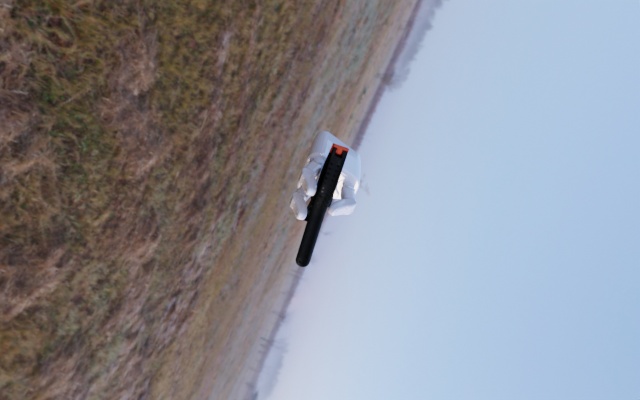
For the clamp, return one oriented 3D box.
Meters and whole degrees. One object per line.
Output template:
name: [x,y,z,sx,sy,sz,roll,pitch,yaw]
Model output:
clamp: [0.001,0.002,0.830,0.036,0.210,0.164,17,34,-7]
